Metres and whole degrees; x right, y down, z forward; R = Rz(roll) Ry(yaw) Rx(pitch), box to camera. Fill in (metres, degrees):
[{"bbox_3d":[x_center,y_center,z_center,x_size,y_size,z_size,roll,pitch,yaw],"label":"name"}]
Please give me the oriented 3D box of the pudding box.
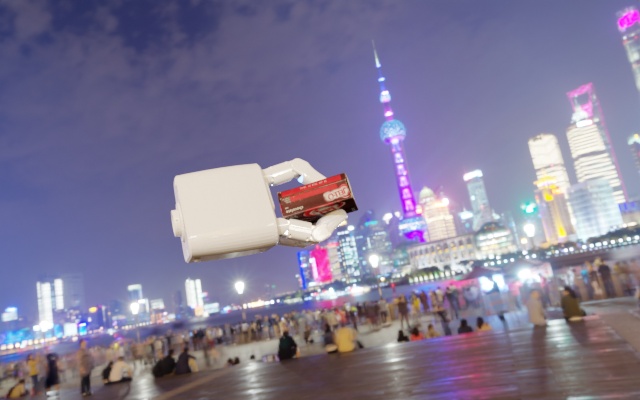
[{"bbox_3d":[0.000,0.002,0.630,0.090,0.039,0.113,-16,-9,6],"label":"pudding box"}]
